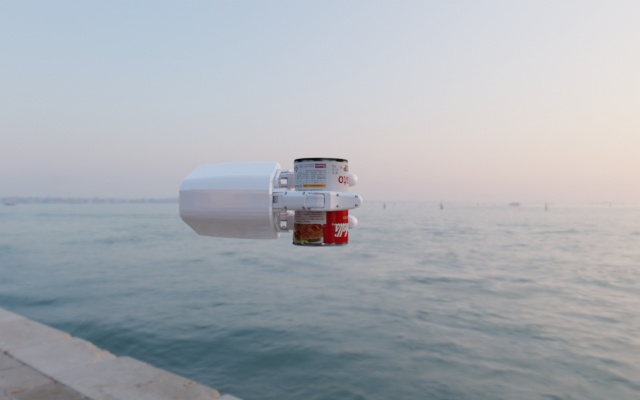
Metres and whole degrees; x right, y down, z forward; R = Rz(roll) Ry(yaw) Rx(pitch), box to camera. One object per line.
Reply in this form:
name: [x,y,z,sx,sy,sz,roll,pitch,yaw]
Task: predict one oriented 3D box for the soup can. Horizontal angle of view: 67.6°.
soup can: [0.001,0.002,0.574,0.068,0.102,0.068,0,0,0]
